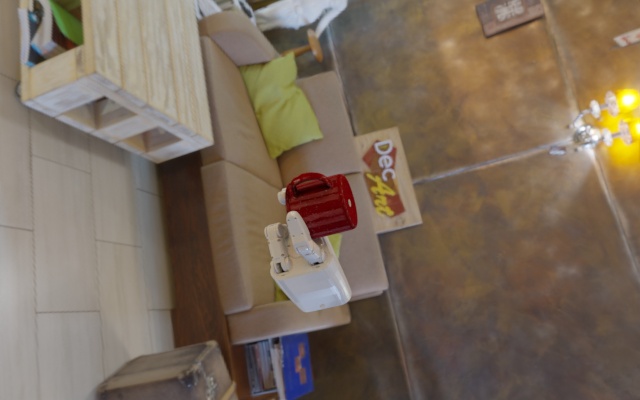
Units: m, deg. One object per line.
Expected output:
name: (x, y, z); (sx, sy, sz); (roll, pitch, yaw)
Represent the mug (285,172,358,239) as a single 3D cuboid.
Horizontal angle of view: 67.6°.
mug: (0.000, 0.001, 0.676); (0.081, 0.093, 0.117); (-15, -46, 14)
